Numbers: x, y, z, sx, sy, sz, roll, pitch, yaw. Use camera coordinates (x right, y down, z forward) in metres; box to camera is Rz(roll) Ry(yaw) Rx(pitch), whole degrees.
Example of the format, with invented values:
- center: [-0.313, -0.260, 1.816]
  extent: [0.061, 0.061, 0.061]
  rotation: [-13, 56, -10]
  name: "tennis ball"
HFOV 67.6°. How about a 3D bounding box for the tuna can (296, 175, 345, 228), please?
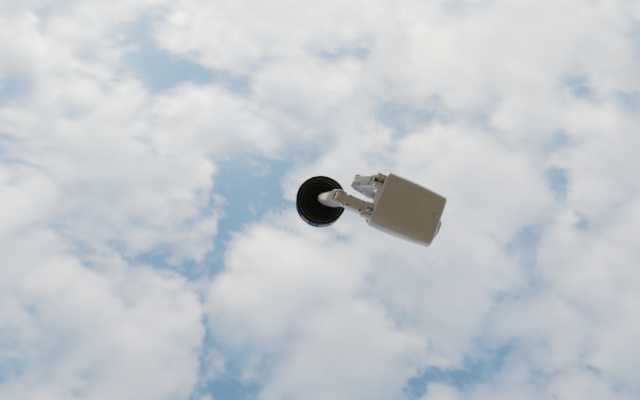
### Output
- center: [0.000, 0.003, 0.822]
  extent: [0.086, 0.086, 0.034]
  rotation: [0, -15, -5]
  name: "tuna can"
